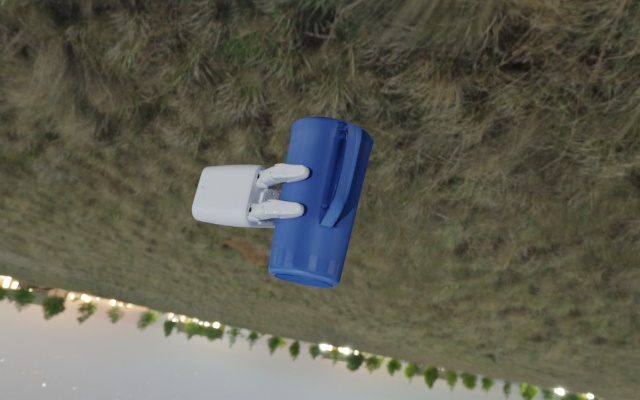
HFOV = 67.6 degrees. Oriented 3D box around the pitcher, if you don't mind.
[{"bbox_3d":[0.000,0.002,0.723,0.145,0.242,0.149,4,-17,25],"label":"pitcher"}]
